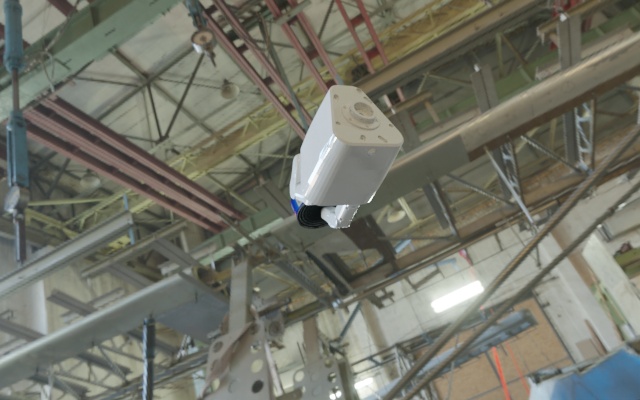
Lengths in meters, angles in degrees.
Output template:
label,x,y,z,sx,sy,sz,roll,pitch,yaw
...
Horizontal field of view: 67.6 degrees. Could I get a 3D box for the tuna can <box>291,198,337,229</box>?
label,x,y,z,sx,sy,sz,roll,pitch,yaw
tuna can,0.000,0.002,0.706,0.086,0.033,0.086,-17,-35,-13
